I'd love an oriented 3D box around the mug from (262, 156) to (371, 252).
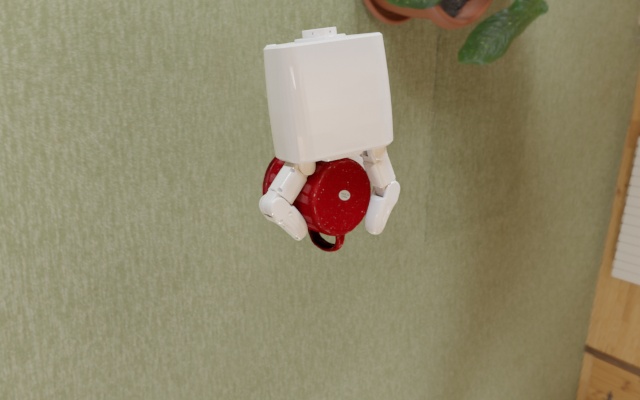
[{"bbox_3d":[0.000,0.003,0.512,0.093,0.117,0.081,-21,23,-34],"label":"mug"}]
